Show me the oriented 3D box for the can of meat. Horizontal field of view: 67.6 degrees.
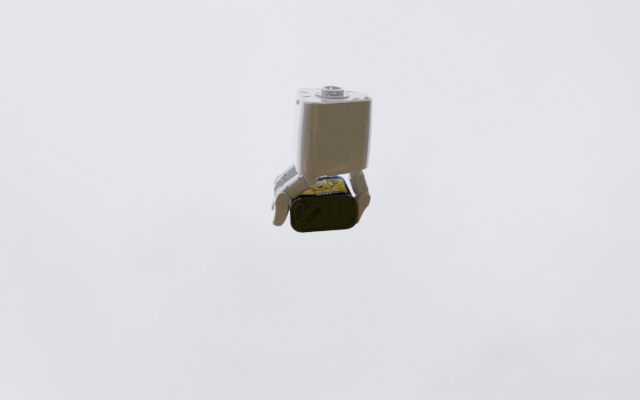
[{"bbox_3d":[0.000,0.002,0.730,0.102,0.057,0.084,-4,27,-7],"label":"can of meat"}]
